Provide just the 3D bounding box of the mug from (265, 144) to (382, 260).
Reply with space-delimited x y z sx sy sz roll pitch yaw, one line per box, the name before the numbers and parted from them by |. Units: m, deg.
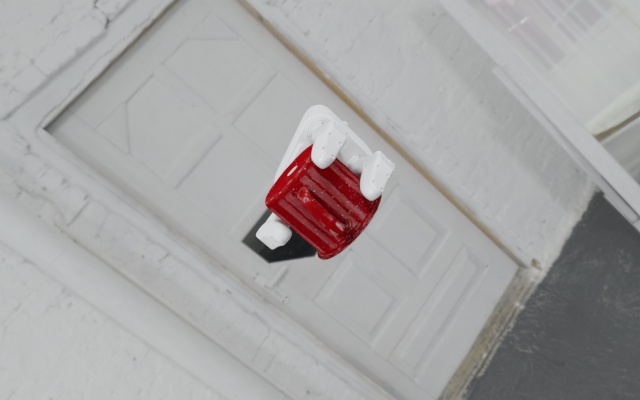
mug | 0.000 0.002 0.461 0.081 0.093 0.117 41 12 -13
